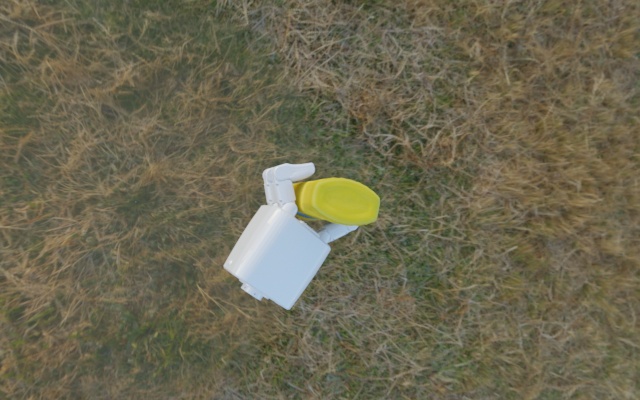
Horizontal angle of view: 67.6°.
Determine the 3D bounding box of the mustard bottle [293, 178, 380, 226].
[{"bbox_3d":[0.000,0.002,0.679,0.096,0.058,0.191,11,-4,-21],"label":"mustard bottle"}]
